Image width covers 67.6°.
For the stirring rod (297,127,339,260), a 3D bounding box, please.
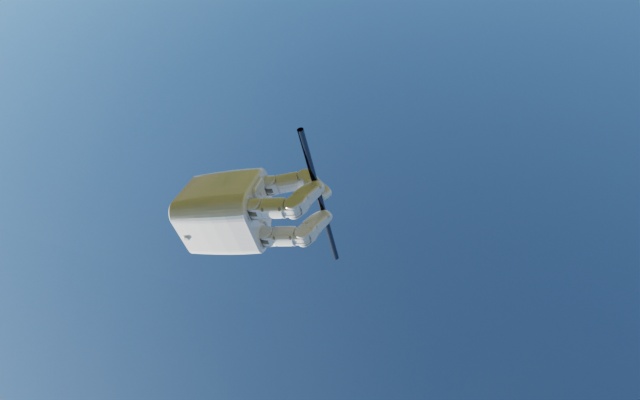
[{"bbox_3d":[0.000,0.002,0.631,0.011,0.011,0.240,0,-44,16],"label":"stirring rod"}]
